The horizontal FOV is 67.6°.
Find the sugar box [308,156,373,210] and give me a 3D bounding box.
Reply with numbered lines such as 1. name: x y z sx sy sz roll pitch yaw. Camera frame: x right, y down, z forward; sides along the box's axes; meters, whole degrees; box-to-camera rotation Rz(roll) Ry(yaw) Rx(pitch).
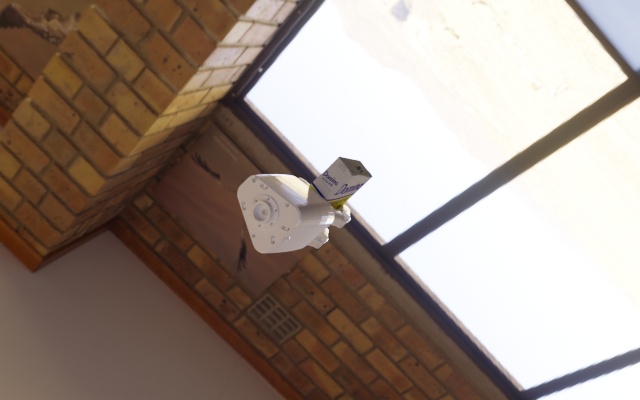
1. sugar box: 0.000 0.003 0.799 0.176 0.048 0.093 -42 -17 21
